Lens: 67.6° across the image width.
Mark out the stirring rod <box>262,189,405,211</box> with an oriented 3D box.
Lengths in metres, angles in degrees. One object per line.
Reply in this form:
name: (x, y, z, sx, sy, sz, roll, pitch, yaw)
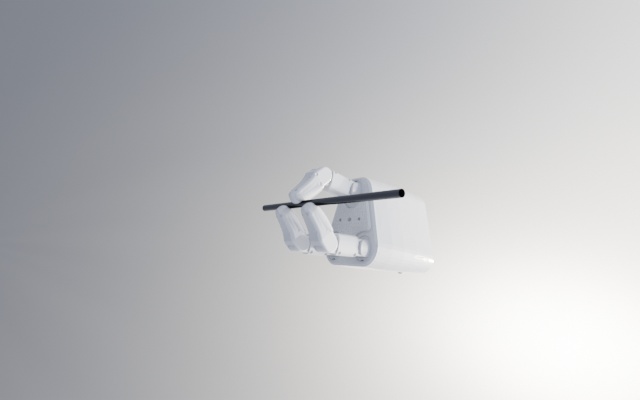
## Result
stirring rod: (0.000, 0.002, 0.512, 0.011, 0.011, 0.239, 0, -4, -36)
